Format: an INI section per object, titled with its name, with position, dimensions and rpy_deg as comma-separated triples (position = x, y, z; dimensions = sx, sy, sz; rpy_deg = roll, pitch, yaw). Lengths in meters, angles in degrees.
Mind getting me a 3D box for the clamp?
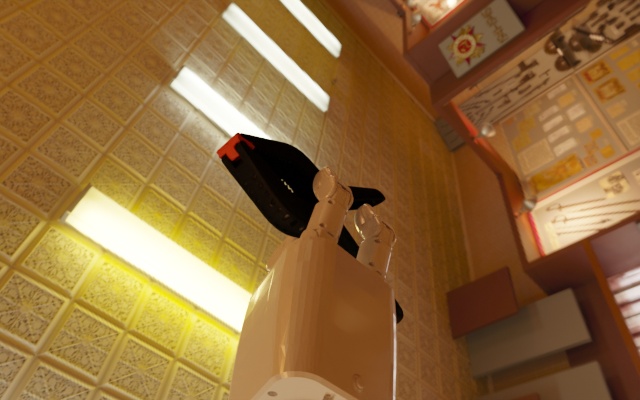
[clamp]
position = -0.001, 0.002, 0.440
dimensions = 0.036, 0.164, 0.210
rpy_deg = -37, -62, 28
